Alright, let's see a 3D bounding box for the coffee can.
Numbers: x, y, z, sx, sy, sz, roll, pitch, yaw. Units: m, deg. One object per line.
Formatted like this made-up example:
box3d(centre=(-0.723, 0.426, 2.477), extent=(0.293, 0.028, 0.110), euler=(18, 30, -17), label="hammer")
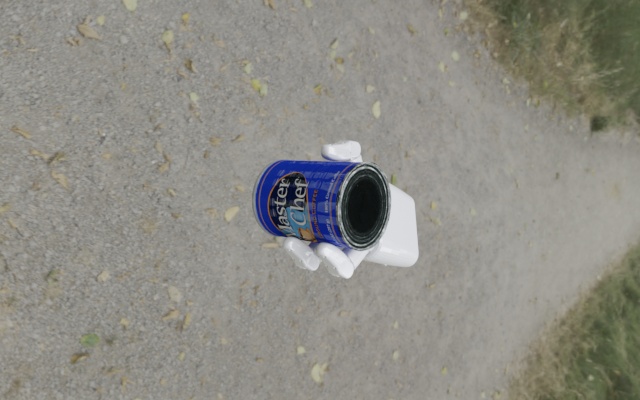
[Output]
box3d(centre=(0.000, 0.002, 0.586), extent=(0.140, 0.103, 0.103), euler=(6, 4, 41), label="coffee can")
